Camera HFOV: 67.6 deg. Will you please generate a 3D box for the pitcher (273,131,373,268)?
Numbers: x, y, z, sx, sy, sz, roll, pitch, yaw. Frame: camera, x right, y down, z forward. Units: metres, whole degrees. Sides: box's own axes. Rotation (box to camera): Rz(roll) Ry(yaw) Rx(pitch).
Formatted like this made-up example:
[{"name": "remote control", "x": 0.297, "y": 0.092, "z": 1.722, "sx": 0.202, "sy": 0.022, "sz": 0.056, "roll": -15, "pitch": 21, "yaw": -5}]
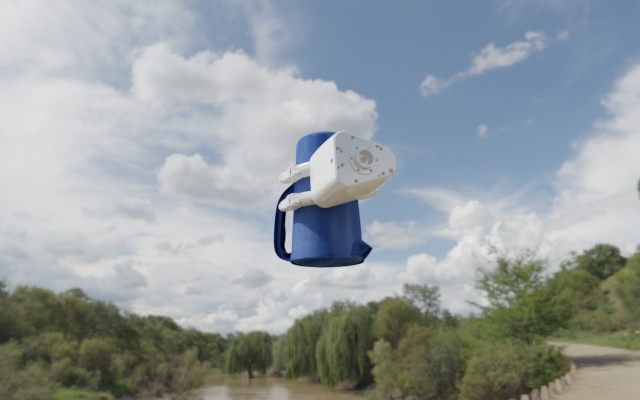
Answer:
[{"name": "pitcher", "x": 0.000, "y": 0.003, "z": 0.887, "sx": 0.149, "sy": 0.242, "sz": 0.145, "roll": 4, "pitch": -17, "yaw": -20}]
